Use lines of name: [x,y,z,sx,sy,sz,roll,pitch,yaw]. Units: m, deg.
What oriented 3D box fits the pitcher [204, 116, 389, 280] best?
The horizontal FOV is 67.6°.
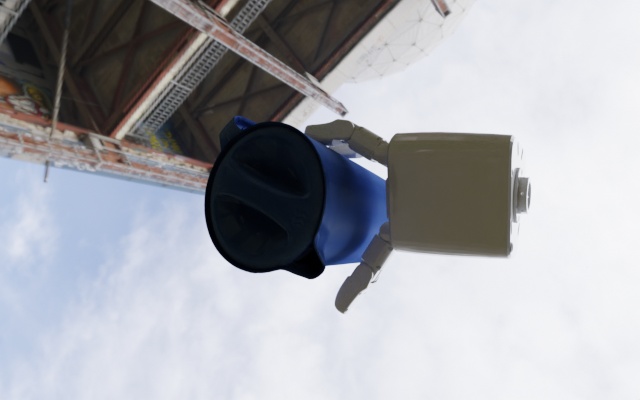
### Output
pitcher: [0.000,0.002,0.515,0.145,0.149,0.243,4,-5,31]
